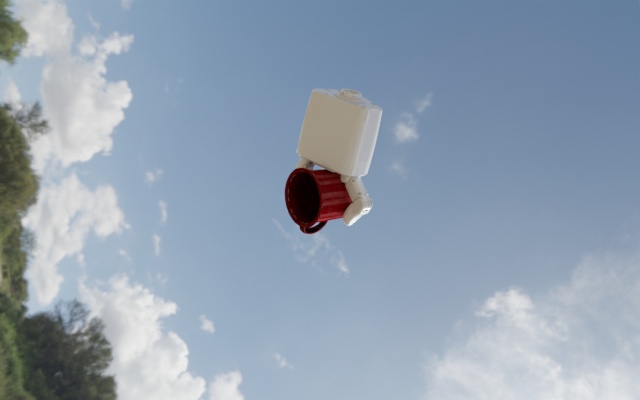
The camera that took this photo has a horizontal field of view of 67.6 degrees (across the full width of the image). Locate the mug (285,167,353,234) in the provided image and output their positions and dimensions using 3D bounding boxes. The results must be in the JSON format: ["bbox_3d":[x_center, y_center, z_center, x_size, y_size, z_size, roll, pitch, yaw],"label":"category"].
[{"bbox_3d":[0.000,0.004,0.760,0.081,0.117,0.093,-8,32,-40],"label":"mug"}]
